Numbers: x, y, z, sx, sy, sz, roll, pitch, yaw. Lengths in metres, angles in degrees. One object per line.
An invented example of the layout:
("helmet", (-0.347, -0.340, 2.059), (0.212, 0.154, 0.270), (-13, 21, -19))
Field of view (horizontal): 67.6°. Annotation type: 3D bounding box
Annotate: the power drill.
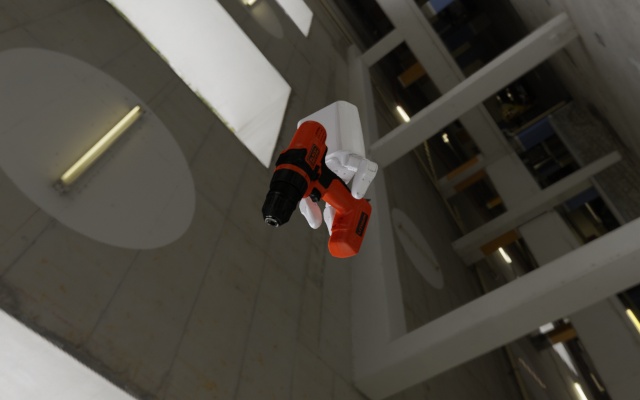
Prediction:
("power drill", (0.000, 0.002, 0.706), (0.057, 0.184, 0.188), (-6, -43, 36))
